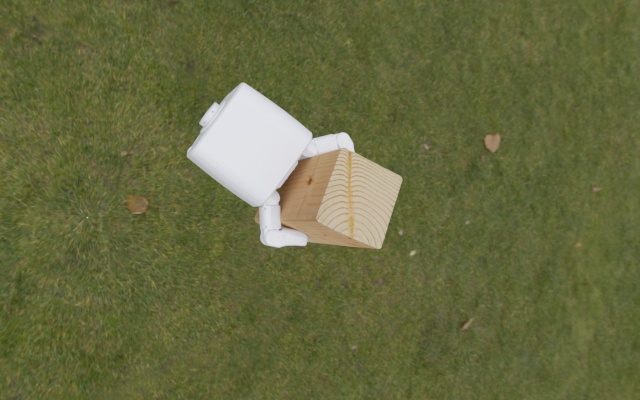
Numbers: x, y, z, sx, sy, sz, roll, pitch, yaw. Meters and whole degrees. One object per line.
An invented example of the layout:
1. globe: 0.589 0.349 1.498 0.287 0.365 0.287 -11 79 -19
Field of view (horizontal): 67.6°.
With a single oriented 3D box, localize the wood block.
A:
1. wood block: 0.000 0.002 0.619 0.090 0.091 0.206 25 -12 -23
